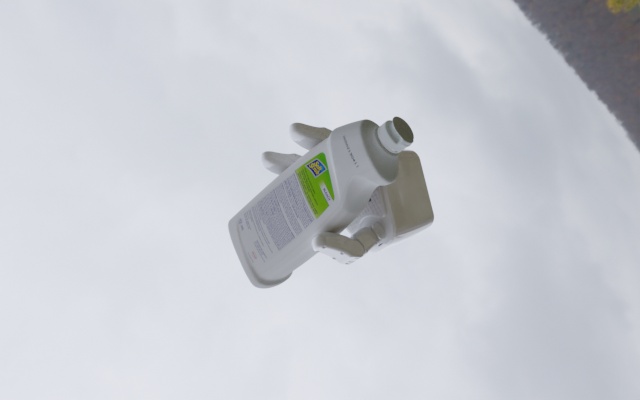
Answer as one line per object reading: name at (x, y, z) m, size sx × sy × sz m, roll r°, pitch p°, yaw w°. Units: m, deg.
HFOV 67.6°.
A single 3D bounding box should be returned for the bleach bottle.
bleach bottle at (0.000, 0.002, 0.509) m, size 0.068 × 0.102 × 0.251 m, roll -12°, pitch -19°, yaw -49°
